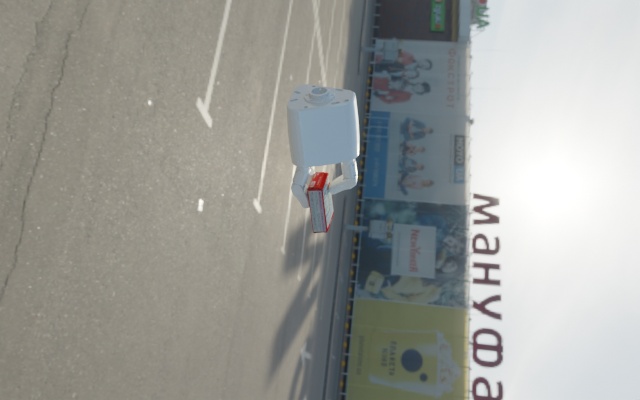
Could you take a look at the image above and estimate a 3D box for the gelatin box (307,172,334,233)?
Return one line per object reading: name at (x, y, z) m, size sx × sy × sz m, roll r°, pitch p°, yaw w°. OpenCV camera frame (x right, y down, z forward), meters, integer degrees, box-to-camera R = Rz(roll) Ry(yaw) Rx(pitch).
gelatin box at (0.001, 0.003, 0.859) m, size 0.030 × 0.089 × 0.073 m, roll -2°, pitch 26°, yaw 12°
